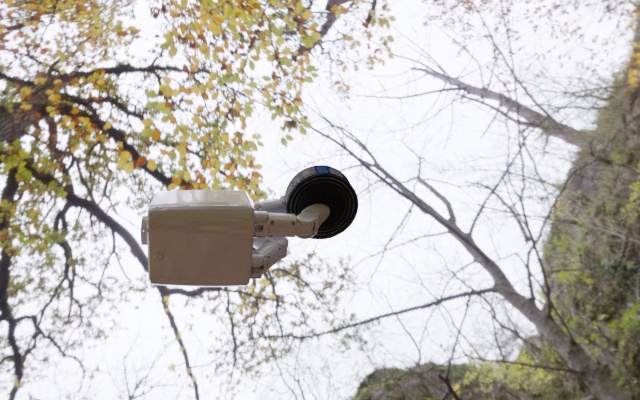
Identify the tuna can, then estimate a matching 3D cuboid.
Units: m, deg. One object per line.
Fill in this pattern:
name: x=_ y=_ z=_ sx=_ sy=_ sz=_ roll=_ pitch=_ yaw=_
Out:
tuna can: x=0.000 y=0.002 z=0.571 sx=0.086 sy=0.086 sz=0.033 roll=0 pitch=26 yaw=-11
